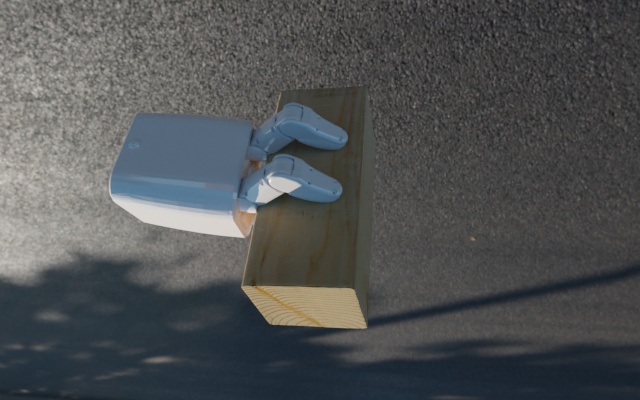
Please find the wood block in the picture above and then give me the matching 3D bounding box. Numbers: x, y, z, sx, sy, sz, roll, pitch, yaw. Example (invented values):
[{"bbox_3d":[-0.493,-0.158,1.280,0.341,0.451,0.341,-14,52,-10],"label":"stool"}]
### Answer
[{"bbox_3d":[0.000,0.002,0.440,0.090,0.206,0.091,-1,-33,12],"label":"wood block"}]
